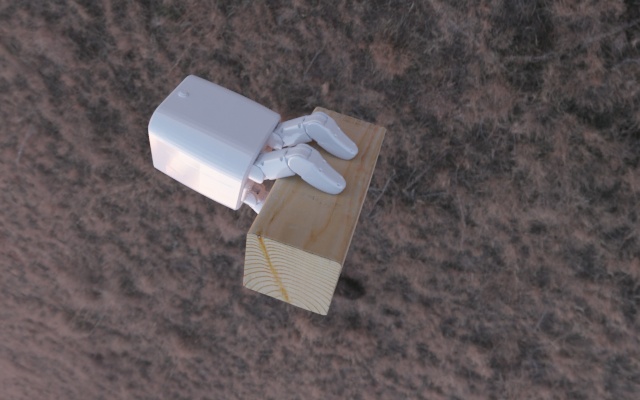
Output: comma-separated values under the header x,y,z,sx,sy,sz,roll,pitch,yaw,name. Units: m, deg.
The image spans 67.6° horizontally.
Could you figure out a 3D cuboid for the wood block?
x,y,z,sx,sy,sz,roll,pitch,yaw,name
0.000,0.002,0.511,0.090,0.206,0.091,18,-43,5,wood block
